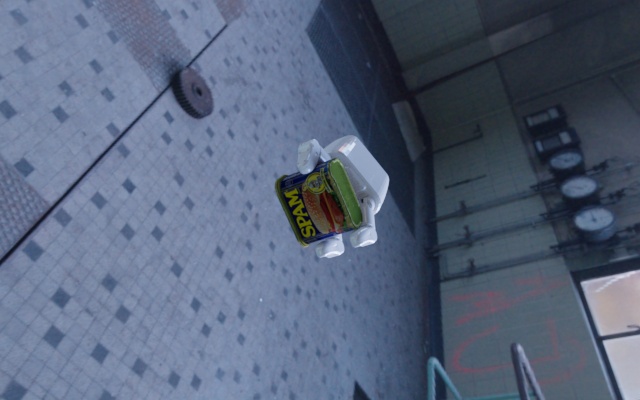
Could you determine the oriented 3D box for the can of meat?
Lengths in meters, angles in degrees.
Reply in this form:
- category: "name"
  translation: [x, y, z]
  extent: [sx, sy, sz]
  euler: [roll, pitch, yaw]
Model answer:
- category: "can of meat"
  translation: [0.000, 0.002, 0.639]
  extent: [0.084, 0.102, 0.057]
  euler: [-19, 12, 23]
